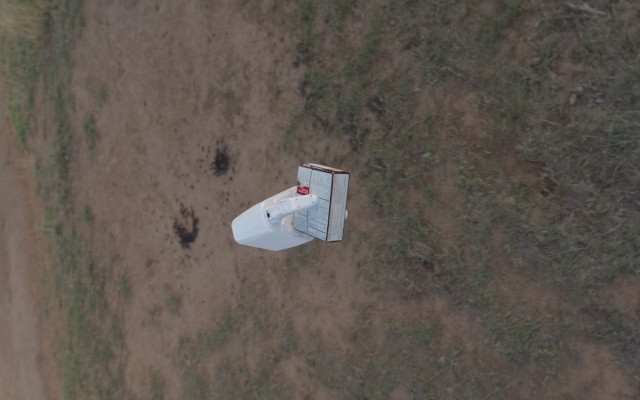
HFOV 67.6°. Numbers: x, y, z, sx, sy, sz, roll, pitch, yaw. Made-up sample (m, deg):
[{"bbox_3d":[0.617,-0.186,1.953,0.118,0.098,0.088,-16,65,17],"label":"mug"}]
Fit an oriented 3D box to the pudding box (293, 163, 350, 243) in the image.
[{"bbox_3d":[0.000,0.002,0.760,0.039,0.113,0.090,-5,15,-40],"label":"pudding box"}]
